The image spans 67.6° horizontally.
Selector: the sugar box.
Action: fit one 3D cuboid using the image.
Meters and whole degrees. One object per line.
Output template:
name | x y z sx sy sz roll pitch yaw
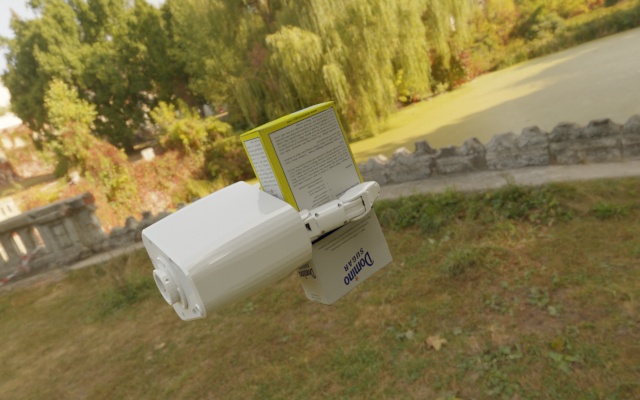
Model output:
sugar box | 0.000 0.001 0.465 0.093 0.176 0.048 -28 16 -32
